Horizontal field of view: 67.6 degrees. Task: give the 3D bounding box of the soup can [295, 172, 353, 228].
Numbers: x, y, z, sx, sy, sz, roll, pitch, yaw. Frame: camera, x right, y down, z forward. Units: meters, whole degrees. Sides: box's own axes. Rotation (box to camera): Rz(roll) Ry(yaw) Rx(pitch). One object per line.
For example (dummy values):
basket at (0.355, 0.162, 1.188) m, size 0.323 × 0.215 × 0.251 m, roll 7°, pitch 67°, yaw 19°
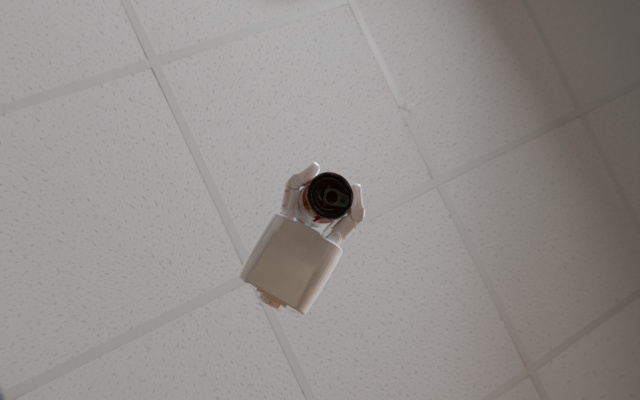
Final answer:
soup can at (0.000, 0.002, 0.708) m, size 0.068 × 0.068 × 0.102 m, roll 0°, pitch -10°, yaw -16°
